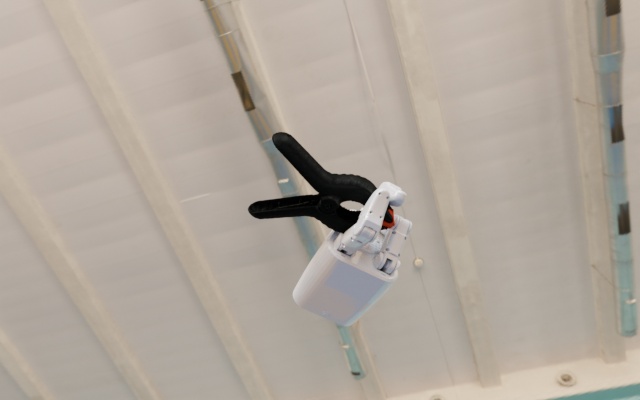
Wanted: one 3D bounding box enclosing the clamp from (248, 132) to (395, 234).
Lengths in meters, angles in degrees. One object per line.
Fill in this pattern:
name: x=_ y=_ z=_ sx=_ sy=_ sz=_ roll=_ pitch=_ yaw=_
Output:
clamp: x=0.000 y=0.001 z=0.557 sx=0.171 sy=0.039 sz=0.120 roll=27 pitch=-48 yaw=-11
